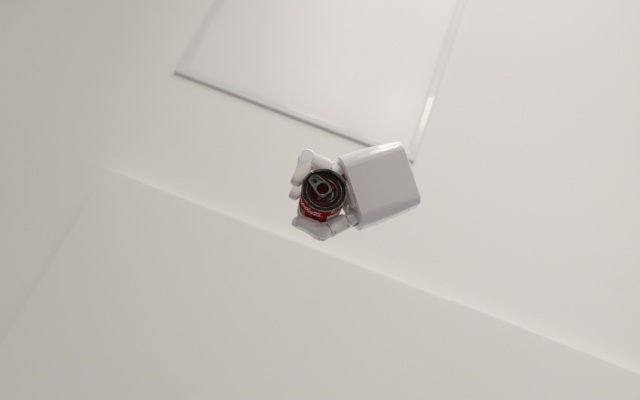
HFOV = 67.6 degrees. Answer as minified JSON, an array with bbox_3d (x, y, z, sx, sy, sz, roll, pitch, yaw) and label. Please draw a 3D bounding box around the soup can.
[{"bbox_3d":[0.000,0.003,0.735,0.068,0.068,0.102,0,-21,-7],"label":"soup can"}]
